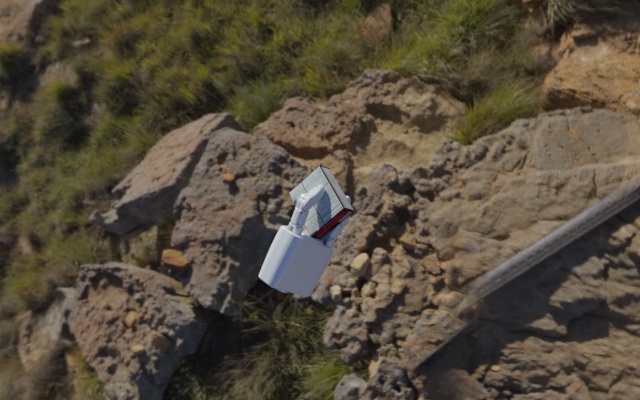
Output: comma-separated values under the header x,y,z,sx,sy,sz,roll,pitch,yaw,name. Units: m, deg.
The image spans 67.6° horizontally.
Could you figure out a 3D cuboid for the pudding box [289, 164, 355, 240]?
x,y,z,sx,sy,sz,roll,pitch,yaw,name
0.000,0.003,0.898,0.090,0.113,0.039,-41,-31,20,pudding box
